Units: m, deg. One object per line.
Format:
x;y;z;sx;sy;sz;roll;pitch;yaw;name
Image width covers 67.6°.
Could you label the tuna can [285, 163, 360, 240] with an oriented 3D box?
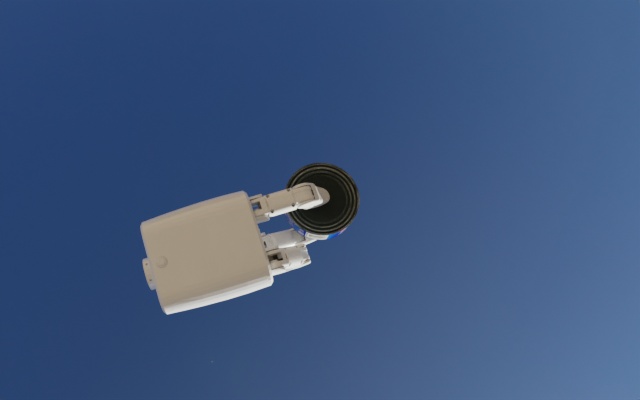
0.000;0.002;0.553;0.086;0.086;0.034;0;-17;-7;tuna can
